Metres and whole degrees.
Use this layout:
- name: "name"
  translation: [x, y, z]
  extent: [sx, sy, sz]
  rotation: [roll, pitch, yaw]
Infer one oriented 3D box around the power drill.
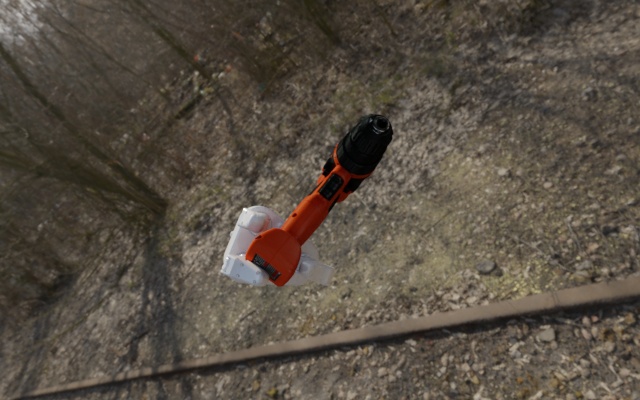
- name: "power drill"
  translation: [0.000, 0.002, 0.535]
  extent: [0.057, 0.187, 0.184]
  rotation: [39, -25, 3]
